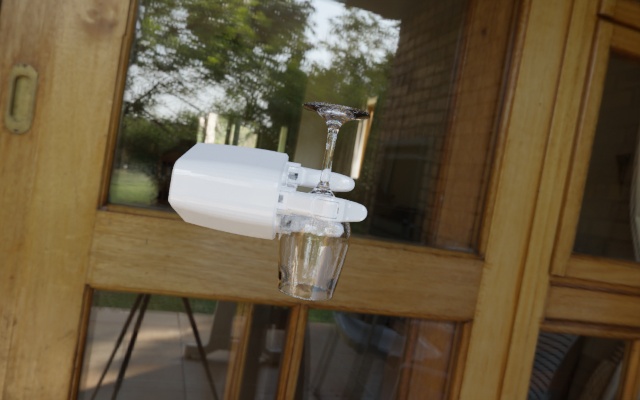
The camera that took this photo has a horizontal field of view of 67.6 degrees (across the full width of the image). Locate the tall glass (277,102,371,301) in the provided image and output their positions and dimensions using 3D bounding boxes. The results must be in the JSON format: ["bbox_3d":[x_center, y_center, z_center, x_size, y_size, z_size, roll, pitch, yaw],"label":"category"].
[{"bbox_3d":[0.000,0.001,0.514,0.079,0.201,0.079,9,2,0],"label":"tall glass"}]
